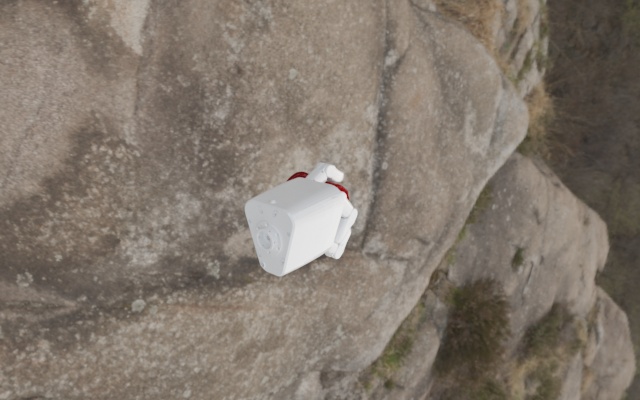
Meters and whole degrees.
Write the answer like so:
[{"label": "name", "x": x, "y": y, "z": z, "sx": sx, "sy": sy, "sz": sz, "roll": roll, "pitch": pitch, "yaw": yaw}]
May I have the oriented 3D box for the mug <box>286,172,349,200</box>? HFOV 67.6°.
[{"label": "mug", "x": 0.001, "y": 0.002, "z": 0.780, "sx": 0.081, "sy": 0.093, "sz": 0.117, "roll": 16, "pitch": 29, "yaw": 35}]
